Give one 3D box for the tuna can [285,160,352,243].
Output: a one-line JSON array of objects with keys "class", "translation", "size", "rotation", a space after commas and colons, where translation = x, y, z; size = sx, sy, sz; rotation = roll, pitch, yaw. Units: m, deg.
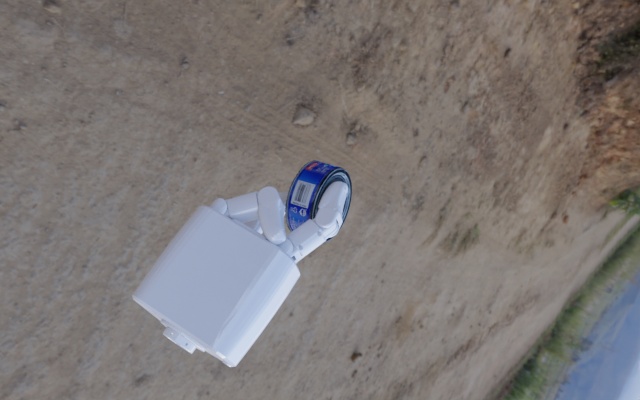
[{"class": "tuna can", "translation": [0.001, 0.002, 0.518], "size": [0.033, 0.086, 0.086], "rotation": [17, 8, 29]}]
